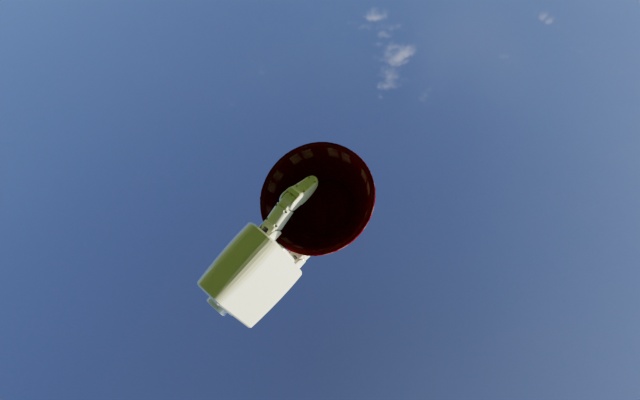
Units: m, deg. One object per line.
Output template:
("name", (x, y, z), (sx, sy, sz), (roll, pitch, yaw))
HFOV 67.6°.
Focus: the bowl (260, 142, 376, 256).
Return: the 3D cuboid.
("bowl", (0.001, 0.001, 0.668), (0.162, 0.162, 0.055), (0, -16, 15))
